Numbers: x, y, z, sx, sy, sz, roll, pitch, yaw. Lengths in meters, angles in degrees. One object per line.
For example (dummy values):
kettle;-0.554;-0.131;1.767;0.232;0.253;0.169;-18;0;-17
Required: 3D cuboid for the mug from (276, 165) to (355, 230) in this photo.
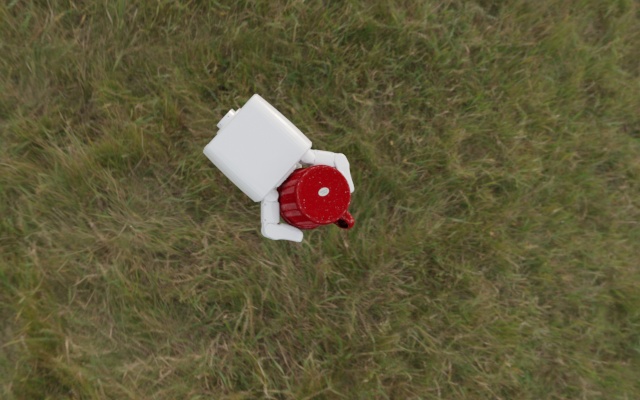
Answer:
mug;0.001;0.003;0.673;0.117;0.093;0.081;42;-16;-13
